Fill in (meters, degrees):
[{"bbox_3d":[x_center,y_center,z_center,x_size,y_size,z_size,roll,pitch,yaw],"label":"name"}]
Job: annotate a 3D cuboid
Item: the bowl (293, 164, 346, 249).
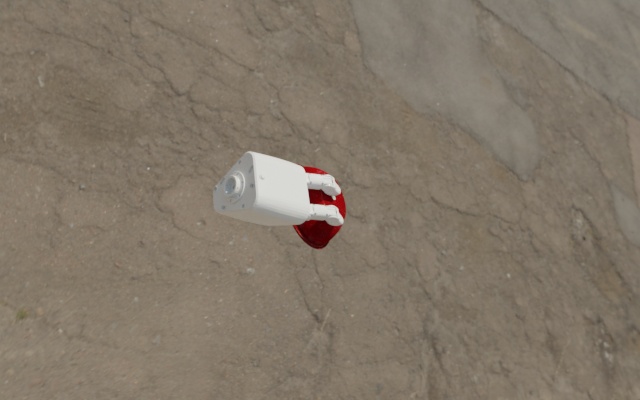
[{"bbox_3d":[0.001,0.003,0.856,0.055,0.162,0.162,-20,-9,25],"label":"bowl"}]
